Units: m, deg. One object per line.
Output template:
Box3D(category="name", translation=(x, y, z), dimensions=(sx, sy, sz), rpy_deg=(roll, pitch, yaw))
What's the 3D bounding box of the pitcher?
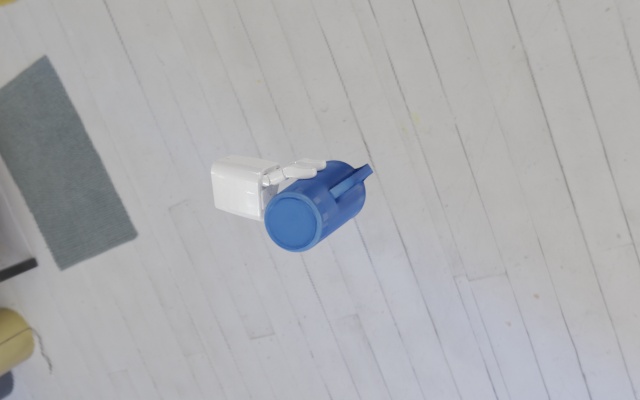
Box3D(category="pitcher", translation=(0.000, 0.003, 0.895), dimensions=(0.145, 0.149, 0.242), rpy_deg=(15, 19, 16))
